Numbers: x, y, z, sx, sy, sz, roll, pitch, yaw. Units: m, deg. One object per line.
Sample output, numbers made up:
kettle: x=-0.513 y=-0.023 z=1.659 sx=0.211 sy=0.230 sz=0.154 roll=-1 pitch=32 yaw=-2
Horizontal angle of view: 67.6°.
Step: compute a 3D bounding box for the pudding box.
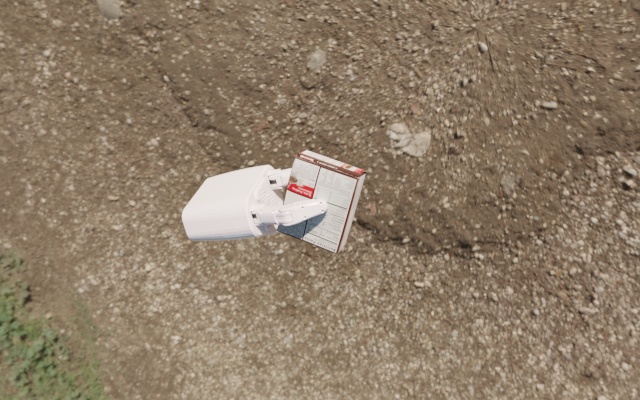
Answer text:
pudding box: x=0.000 y=0.002 z=0.615 sx=0.090 sy=0.113 sz=0.039 roll=20 pitch=25 yaw=12
